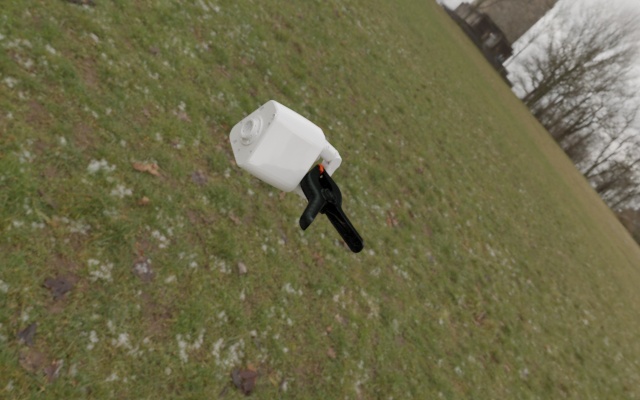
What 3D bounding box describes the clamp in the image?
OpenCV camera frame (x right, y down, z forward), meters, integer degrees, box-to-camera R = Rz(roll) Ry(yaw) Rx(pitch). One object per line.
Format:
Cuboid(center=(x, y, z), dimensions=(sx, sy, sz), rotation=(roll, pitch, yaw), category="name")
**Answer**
Cuboid(center=(0.001, 0.002, 0.755), dimensions=(0.039, 0.171, 0.120), rotation=(-42, -43, 21), category="clamp")
